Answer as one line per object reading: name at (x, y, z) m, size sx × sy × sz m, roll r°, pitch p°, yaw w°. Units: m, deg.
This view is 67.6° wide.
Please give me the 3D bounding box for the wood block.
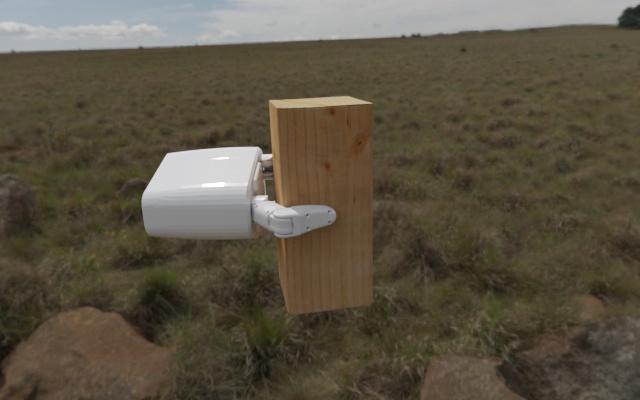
wood block at (0.000, 0.002, 0.497) m, size 0.090 × 0.206 × 0.090 m, roll -5°, pitch 17°, yaw -10°
